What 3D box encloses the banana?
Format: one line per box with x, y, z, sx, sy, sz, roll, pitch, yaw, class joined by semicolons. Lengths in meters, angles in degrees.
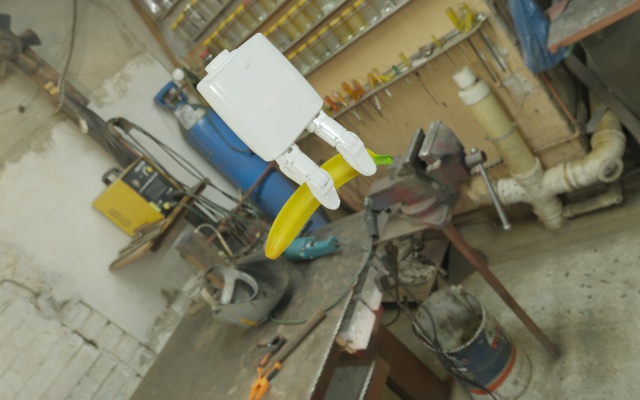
-0.002;-0.007;0.611;0.037;0.198;0.069;47;4;-27;banana
